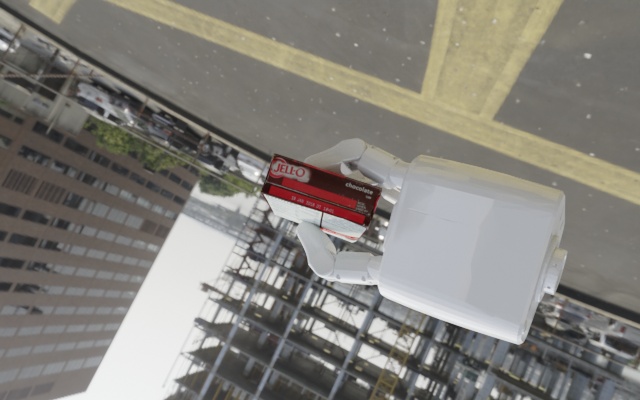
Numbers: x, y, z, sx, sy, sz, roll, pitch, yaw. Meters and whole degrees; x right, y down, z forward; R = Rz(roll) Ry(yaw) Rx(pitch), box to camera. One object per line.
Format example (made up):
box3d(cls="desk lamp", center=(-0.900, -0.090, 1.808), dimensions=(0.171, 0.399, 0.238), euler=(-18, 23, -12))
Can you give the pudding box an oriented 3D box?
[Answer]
box3d(cls="pudding box", center=(0.000, 0.002, 0.418), dimensions=(0.090, 0.039, 0.113), euler=(19, -12, 3))
